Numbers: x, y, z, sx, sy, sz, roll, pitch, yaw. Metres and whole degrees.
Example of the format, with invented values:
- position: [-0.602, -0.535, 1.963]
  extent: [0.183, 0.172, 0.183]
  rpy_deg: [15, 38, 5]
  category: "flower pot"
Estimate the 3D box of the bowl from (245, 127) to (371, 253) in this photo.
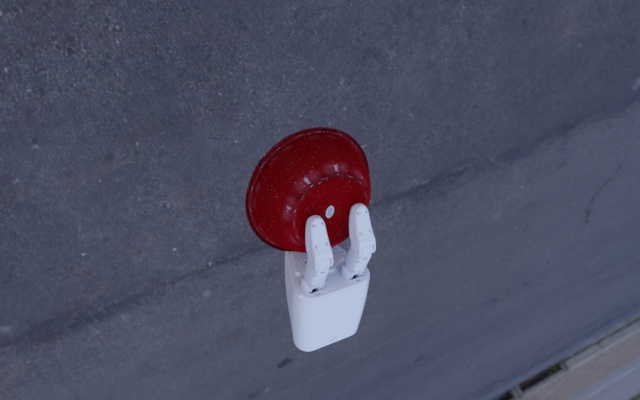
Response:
- position: [0.000, 0.001, 0.540]
  extent: [0.162, 0.162, 0.055]
  rpy_deg: [0, 26, -31]
  category: "bowl"
